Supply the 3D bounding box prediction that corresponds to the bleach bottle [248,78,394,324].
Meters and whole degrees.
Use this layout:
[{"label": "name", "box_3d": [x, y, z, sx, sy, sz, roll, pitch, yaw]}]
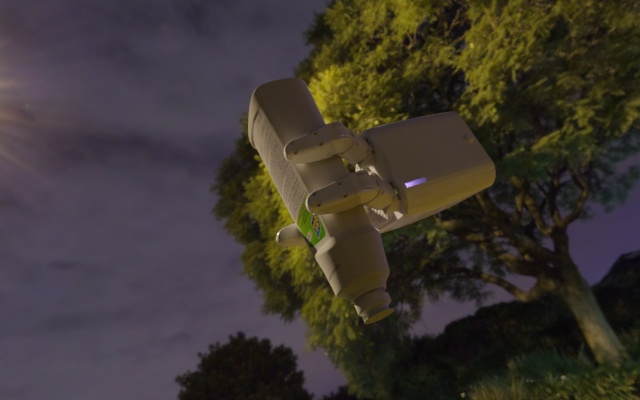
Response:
[{"label": "bleach bottle", "box_3d": [0.000, 0.001, 0.466, 0.068, 0.250, 0.103, -16, -28, -18]}]
